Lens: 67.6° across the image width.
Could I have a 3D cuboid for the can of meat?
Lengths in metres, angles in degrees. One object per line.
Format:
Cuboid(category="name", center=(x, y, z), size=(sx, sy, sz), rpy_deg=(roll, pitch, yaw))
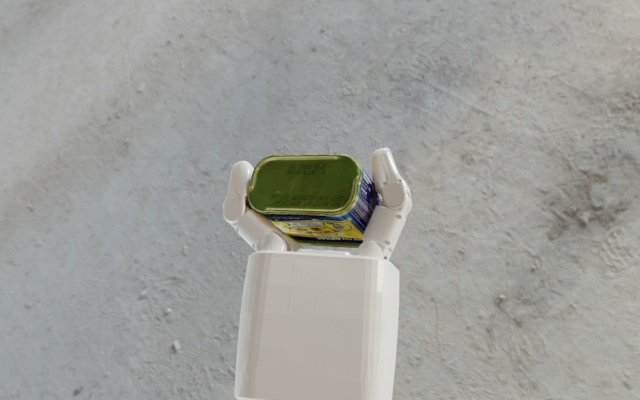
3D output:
Cuboid(category="can of meat", center=(0.000, 0.001, 0.410), size=(0.102, 0.057, 0.084), rpy_deg=(1, -21, 24))
